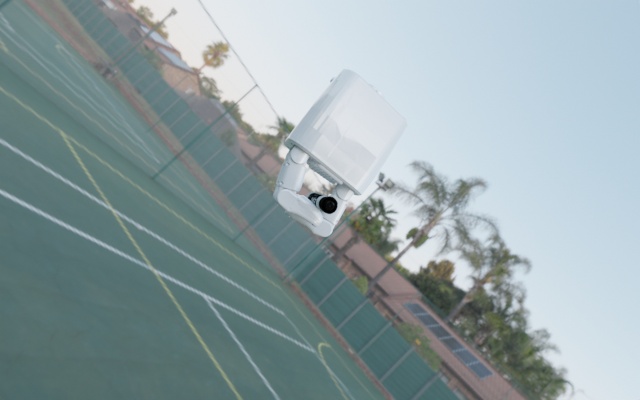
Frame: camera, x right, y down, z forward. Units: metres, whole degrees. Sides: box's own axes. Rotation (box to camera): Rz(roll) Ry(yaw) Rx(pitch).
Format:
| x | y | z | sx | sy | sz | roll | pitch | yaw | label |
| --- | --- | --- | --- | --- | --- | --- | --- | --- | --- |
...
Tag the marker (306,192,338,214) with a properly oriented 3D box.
| x | y | z | sx | sy | sz | roll | pitch | yaw | label |
| --- | --- | --- | --- | --- | --- | --- | --- | --- | --- |
| 0.000 | 0.002 | 0.556 | 0.020 | 0.020 | 0.121 | 0 | 3 | -9 | marker |
